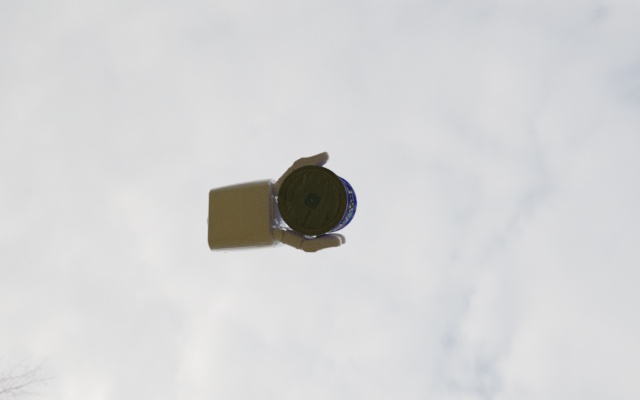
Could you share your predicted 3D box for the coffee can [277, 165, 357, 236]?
[{"bbox_3d":[0.000,0.002,0.751,0.103,0.103,0.140,0,-2,10],"label":"coffee can"}]
